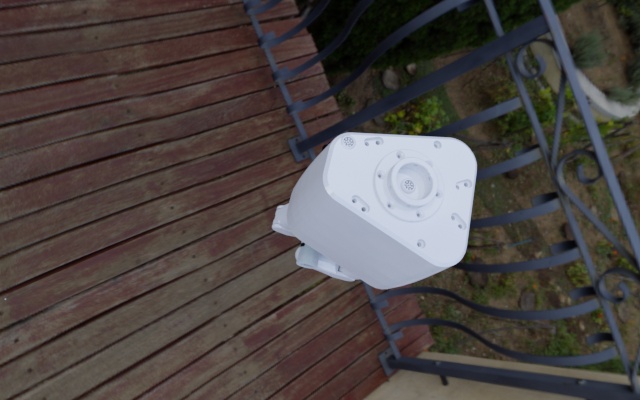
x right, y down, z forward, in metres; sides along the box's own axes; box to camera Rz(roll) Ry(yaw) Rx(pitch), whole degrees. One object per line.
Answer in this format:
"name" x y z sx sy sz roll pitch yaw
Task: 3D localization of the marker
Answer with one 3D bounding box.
"marker" 0.000 0.001 0.435 0.020 0.121 0.020 11 -19 4
